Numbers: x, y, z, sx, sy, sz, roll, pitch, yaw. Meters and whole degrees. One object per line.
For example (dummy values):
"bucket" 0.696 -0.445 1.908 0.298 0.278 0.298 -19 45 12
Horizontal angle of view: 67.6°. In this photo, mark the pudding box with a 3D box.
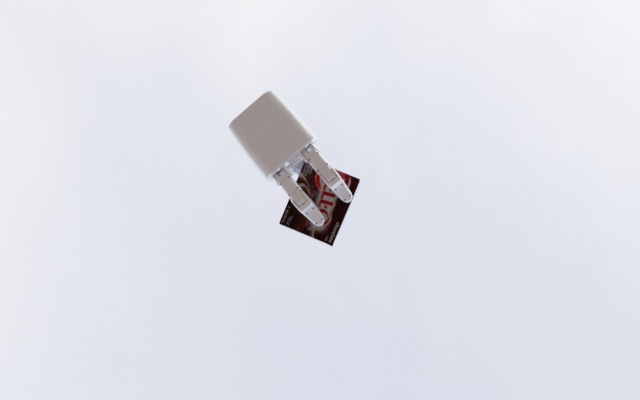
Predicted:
"pudding box" 0.000 0.002 0.734 0.090 0.113 0.039 22 0 7
